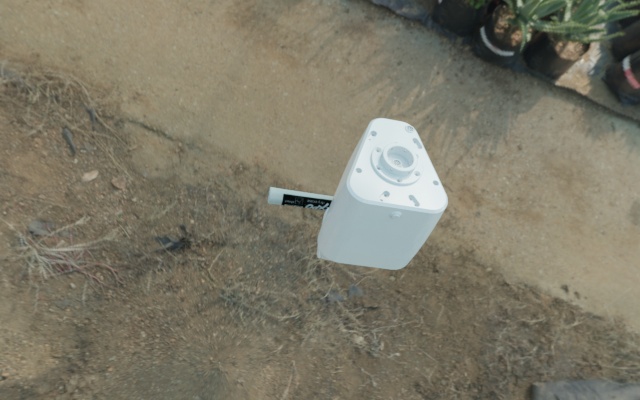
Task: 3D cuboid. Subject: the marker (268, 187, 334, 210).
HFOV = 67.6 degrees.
[{"bbox_3d":[0.000,0.002,0.556,0.121,0.020,0.020,8,-1,-9],"label":"marker"}]
